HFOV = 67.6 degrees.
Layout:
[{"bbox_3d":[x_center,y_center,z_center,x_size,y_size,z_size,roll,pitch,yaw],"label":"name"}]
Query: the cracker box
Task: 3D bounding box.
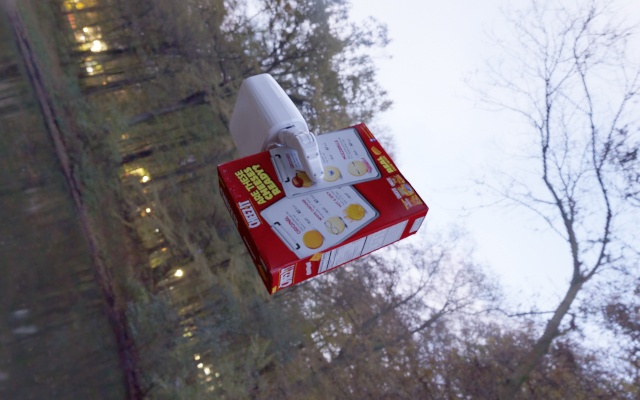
[{"bbox_3d":[0.000,0.002,0.605,0.213,0.164,0.072,-20,-32,-20],"label":"cracker box"}]
